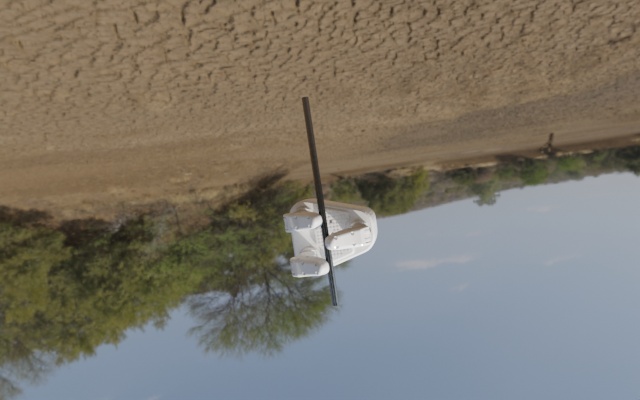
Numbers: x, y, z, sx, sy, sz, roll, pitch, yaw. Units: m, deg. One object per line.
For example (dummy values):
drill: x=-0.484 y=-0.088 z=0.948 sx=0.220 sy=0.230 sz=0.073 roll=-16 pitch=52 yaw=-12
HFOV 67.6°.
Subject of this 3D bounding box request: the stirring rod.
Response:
stirring rod: x=0.000 y=0.002 z=0.547 sx=0.011 sy=0.239 sz=0.011 roll=-8 pitch=2 yaw=0
